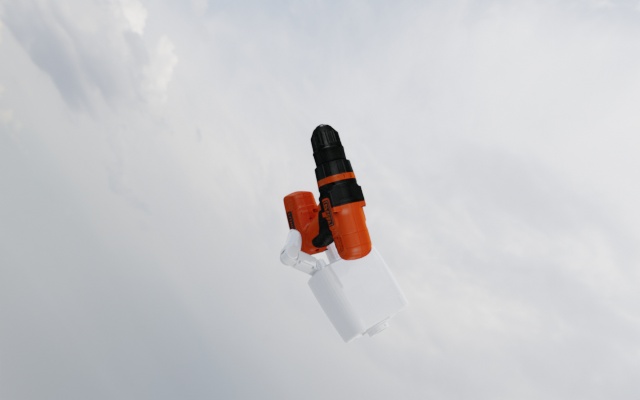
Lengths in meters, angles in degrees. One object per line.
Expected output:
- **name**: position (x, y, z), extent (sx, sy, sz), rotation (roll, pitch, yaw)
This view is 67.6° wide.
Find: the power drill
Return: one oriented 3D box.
- **power drill**: position (0.000, 0.003, 0.689), extent (0.057, 0.184, 0.188), rotation (-10, -8, -21)
